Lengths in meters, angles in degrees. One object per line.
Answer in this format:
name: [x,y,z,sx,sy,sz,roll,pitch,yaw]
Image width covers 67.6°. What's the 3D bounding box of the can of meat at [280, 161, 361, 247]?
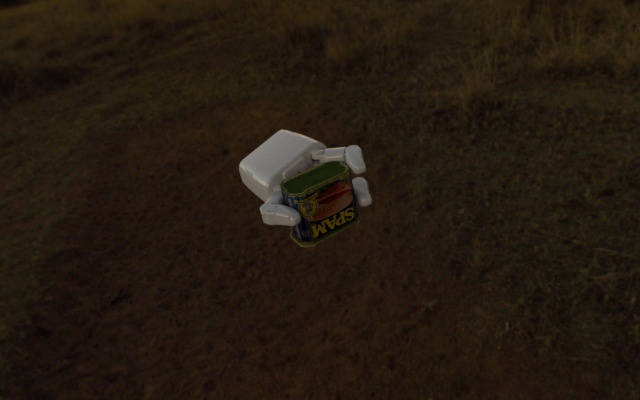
can of meat: [0.000,0.002,0.657,0.102,0.084,0.057,-25,32,-21]
